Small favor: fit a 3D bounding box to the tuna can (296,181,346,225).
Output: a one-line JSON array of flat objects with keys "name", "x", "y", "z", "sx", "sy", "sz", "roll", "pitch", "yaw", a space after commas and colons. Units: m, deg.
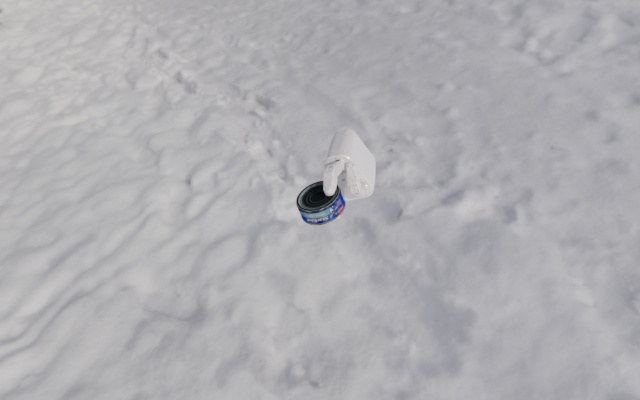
[{"name": "tuna can", "x": 0.000, "y": 0.002, "z": 0.861, "sx": 0.086, "sy": 0.034, "sz": 0.086, "roll": -14, "pitch": 38, "yaw": 11}]
